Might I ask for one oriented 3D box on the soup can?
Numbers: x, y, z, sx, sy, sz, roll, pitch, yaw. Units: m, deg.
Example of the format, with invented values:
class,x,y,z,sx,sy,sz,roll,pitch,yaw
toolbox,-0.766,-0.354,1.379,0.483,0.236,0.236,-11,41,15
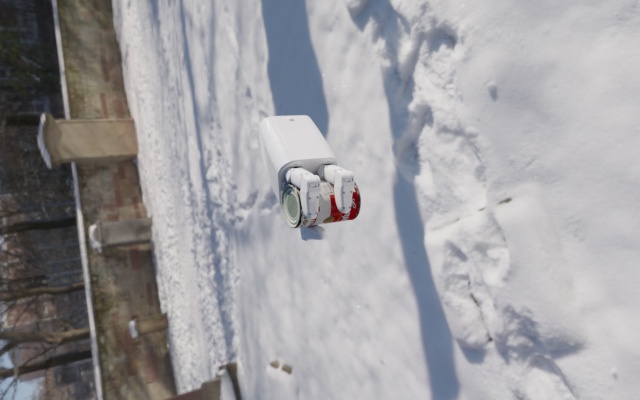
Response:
class,x,y,z,sx,sy,sz,roll,pitch,yaw
soup can,0.000,0.003,0.716,0.102,0.068,0.068,-7,3,-28
